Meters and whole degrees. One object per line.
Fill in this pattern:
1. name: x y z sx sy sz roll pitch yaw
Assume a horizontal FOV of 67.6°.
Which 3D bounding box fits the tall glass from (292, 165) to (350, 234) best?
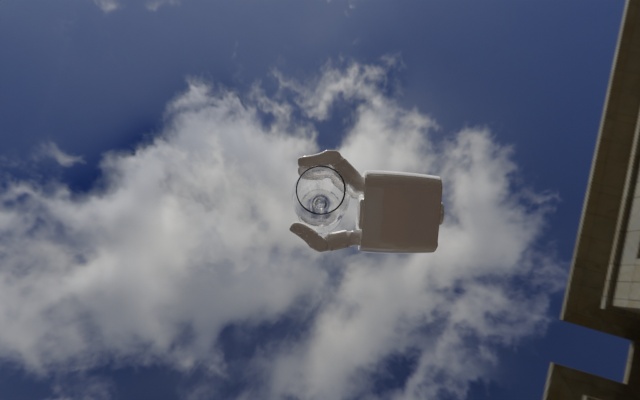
1. tall glass: 0.000 0.002 0.681 0.079 0.079 0.201 0 -9 0
